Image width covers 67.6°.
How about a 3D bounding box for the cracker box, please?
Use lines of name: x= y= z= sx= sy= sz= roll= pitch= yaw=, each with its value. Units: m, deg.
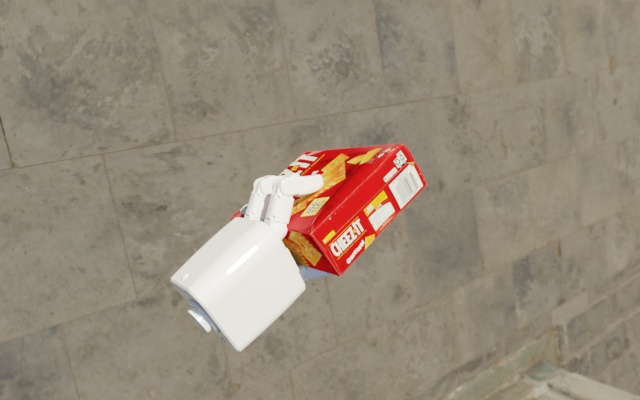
cracker box: x=0.000 y=0.002 z=0.607 sx=0.164 sy=0.072 sz=0.213 roll=-43 pitch=24 yaw=-24
